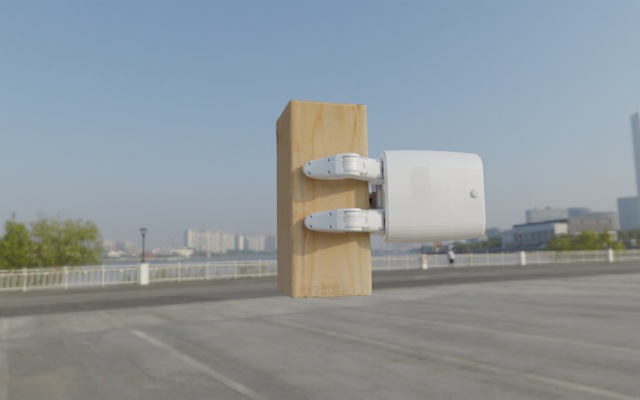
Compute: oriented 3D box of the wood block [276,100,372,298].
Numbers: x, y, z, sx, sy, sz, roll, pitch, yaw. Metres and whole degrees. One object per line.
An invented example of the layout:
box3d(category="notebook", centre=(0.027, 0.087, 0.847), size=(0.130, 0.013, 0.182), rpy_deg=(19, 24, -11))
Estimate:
box3d(category="wood block", centre=(0.000, 0.002, 0.545), size=(0.090, 0.206, 0.091), rpy_deg=(1, -6, -14))
